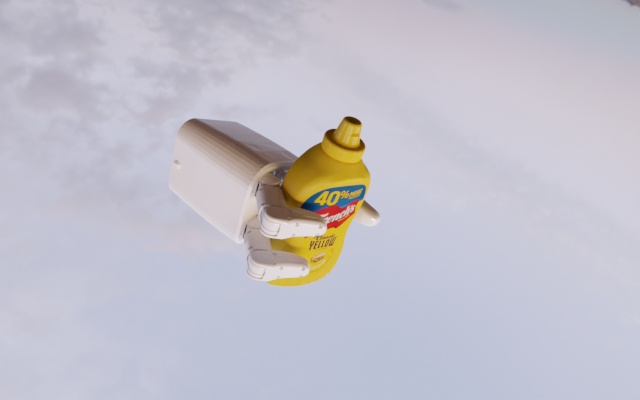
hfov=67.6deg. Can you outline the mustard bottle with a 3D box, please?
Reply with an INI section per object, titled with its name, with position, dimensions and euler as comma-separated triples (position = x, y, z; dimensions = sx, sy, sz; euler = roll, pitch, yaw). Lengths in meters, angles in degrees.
[mustard bottle]
position = 0.000, 0.002, 0.483
dimensions = 0.096, 0.192, 0.058
euler = -7, 43, -35
